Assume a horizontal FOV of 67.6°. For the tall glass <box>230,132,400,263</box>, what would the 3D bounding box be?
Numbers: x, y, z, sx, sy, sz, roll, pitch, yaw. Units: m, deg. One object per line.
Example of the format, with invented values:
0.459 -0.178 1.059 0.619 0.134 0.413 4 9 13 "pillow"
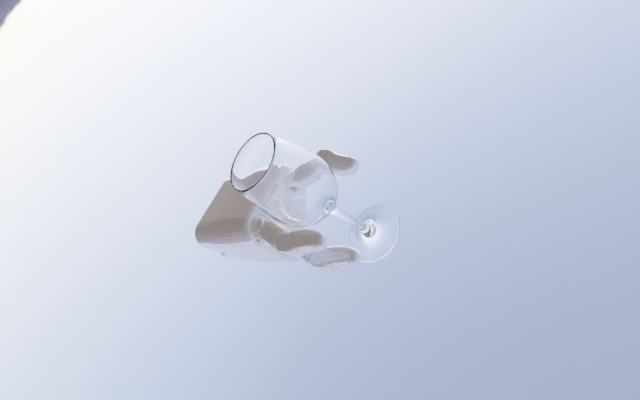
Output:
0.001 0.002 0.509 0.079 0.079 0.201 0 -23 44 "tall glass"
